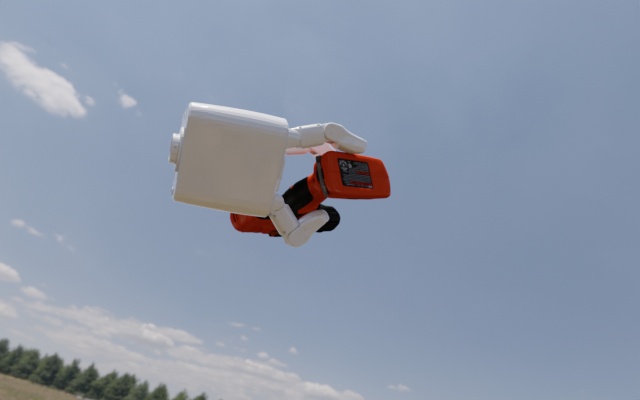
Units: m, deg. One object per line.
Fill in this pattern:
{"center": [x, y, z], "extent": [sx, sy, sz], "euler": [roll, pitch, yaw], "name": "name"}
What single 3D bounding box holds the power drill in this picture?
{"center": [0.000, 0.002, 0.633], "extent": [0.184, 0.057, 0.188], "euler": [2, -22, -42], "name": "power drill"}
